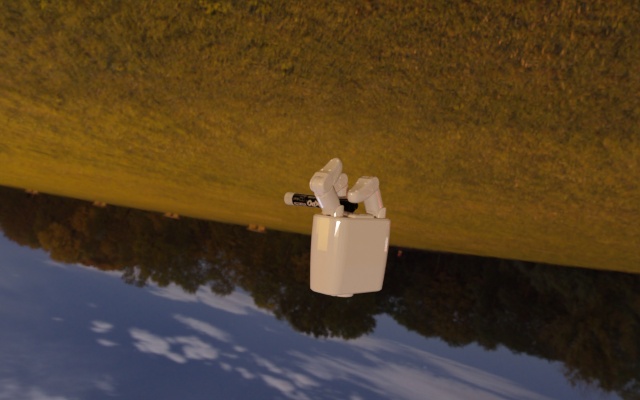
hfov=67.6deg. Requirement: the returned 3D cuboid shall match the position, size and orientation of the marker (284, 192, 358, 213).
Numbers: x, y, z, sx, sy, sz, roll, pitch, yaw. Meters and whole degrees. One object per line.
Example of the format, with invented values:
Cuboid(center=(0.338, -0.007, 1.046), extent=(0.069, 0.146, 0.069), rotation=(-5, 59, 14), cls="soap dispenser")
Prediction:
Cuboid(center=(0.000, 0.002, 0.675), extent=(0.121, 0.020, 0.020), rotation=(7, 4, 36), cls="marker")
